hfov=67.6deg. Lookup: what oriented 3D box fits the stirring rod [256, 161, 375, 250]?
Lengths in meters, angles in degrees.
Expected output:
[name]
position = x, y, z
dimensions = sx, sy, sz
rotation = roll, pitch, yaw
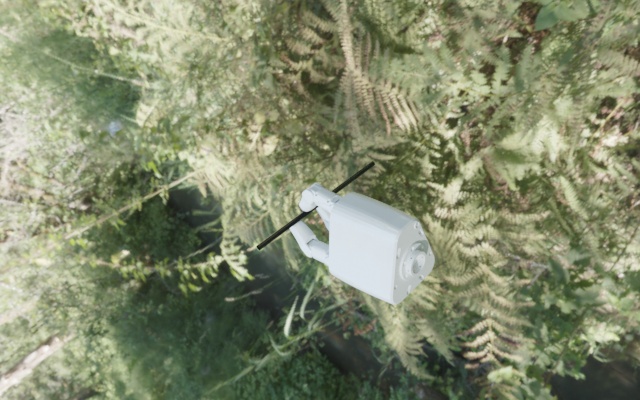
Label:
[stirring rod]
position = 0.000, 0.002, 0.703
dimensions = 0.239, 0.011, 0.011
rotation = -36, 20, -30
